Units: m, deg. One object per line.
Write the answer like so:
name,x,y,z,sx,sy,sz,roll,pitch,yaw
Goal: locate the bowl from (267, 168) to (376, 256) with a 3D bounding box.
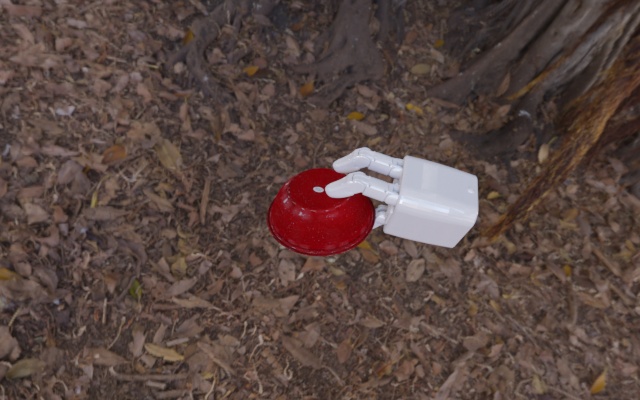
bowl,-0.001,0.002,0.691,0.162,0.055,0.162,-2,44,2
